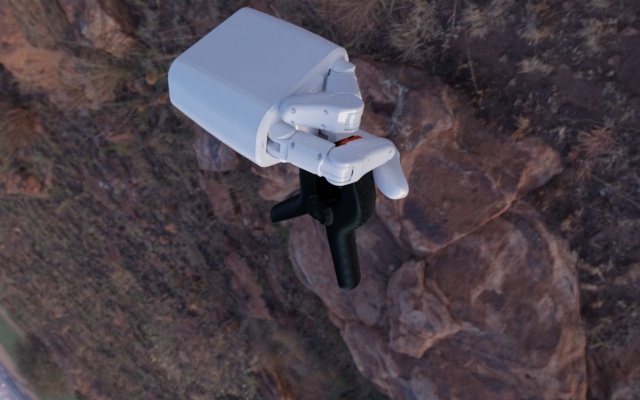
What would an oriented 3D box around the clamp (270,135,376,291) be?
[{"bbox_3d":[0.000,0.002,0.446,0.120,0.172,0.039,31,48,21],"label":"clamp"}]
